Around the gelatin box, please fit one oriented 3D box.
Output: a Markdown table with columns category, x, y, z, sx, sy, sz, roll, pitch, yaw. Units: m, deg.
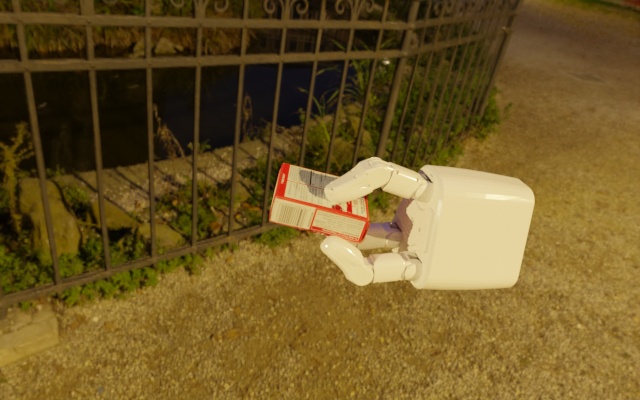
| category | x | y | z | sx | sy | sz | roll | pitch | yaw |
| --- | --- | --- | --- | --- | --- | --- | --- | --- | --- |
| gelatin box | 0.000 | 0.001 | 0.452 | 0.089 | 0.030 | 0.073 | 14 | 28 | -6 |
